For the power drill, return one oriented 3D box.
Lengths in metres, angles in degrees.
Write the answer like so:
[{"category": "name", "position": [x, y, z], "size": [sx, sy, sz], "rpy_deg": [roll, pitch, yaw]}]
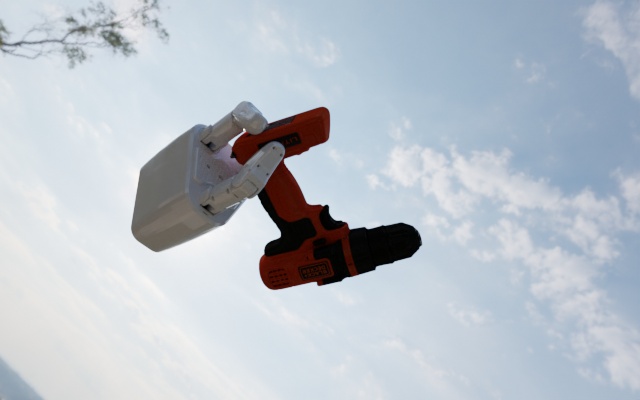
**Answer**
[{"category": "power drill", "position": [0.000, 0.001, 0.507], "size": [0.184, 0.188, 0.057], "rpy_deg": [-15, 19, 9]}]
